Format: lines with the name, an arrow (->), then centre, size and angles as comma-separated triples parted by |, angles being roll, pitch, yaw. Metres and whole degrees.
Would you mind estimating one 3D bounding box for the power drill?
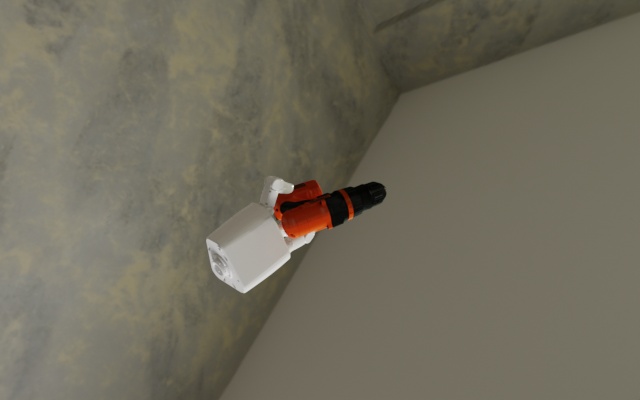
power drill -> 0.000, 0.003, 0.833 | 0.184, 0.057, 0.187 | -18, 12, -19
